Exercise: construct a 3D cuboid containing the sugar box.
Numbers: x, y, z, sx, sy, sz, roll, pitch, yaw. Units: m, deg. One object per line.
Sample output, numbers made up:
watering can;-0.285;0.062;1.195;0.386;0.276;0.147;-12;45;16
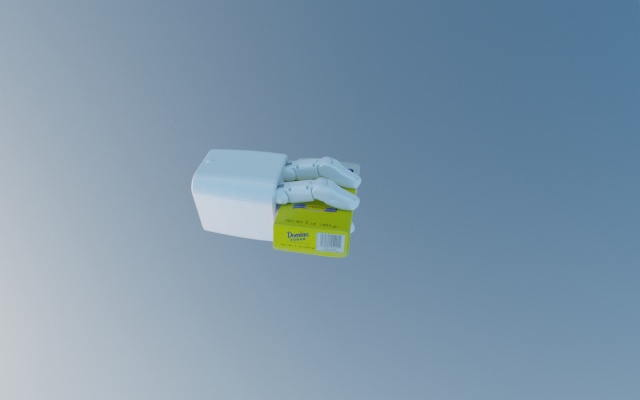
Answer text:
sugar box;0.000;0.002;0.636;0.093;0.048;0.176;7;35;4
